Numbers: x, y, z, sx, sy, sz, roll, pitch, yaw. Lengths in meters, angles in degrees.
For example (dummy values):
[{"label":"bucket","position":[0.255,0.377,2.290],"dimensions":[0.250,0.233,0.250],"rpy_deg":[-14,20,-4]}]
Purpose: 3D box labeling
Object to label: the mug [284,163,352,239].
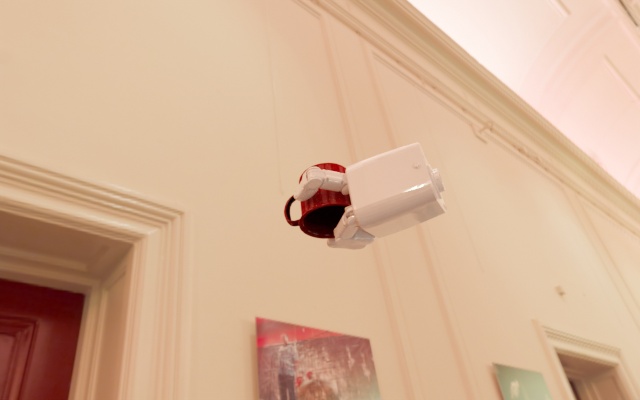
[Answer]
[{"label":"mug","position":[-0.001,0.003,0.711],"dimensions":[0.117,0.081,0.093],"rpy_deg":[-19,-37,16]}]
